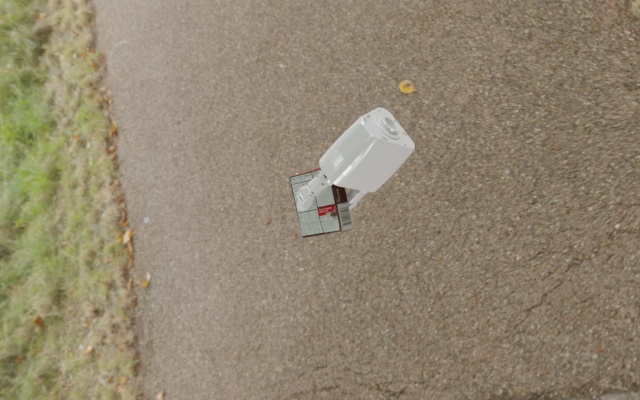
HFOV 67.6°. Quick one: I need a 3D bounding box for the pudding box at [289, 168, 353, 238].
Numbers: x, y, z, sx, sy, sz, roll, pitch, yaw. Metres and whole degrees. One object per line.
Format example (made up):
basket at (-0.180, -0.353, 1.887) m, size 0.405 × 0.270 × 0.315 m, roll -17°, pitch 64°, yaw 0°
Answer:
pudding box at (0.000, 0.003, 0.816) m, size 0.090 × 0.113 × 0.039 m, roll -12°, pitch -2°, yaw 39°
